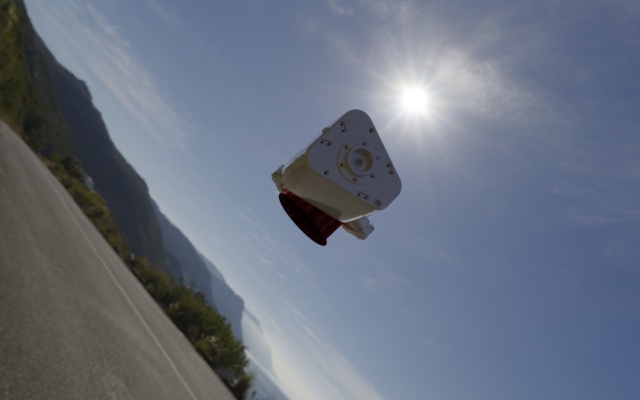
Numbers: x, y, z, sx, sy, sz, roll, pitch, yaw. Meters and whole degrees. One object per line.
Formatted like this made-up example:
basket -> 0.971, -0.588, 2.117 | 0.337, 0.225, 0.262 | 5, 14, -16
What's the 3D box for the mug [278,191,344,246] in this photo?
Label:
mug -> 0.000, 0.002, 0.662 | 0.081, 0.093, 0.117 | -42, 7, -17
